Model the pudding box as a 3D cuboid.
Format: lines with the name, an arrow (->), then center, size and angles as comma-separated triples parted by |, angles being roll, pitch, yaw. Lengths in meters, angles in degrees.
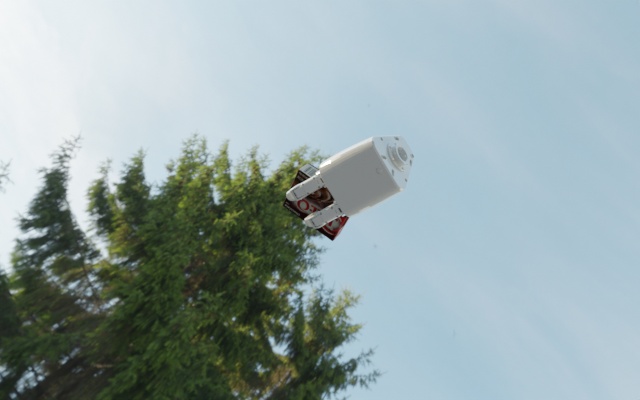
pudding box -> 0.000, 0.003, 0.817 | 0.113, 0.090, 0.039 | 36, 40, 11
